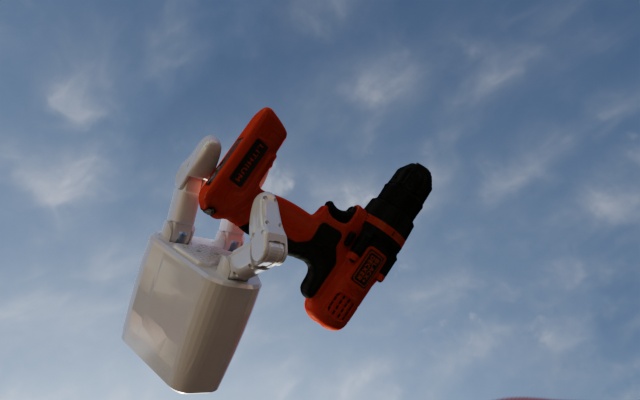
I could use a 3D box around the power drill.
[{"bbox_3d":[0.000,0.001,0.440,0.188,0.184,0.057,38,-12,-16],"label":"power drill"}]
